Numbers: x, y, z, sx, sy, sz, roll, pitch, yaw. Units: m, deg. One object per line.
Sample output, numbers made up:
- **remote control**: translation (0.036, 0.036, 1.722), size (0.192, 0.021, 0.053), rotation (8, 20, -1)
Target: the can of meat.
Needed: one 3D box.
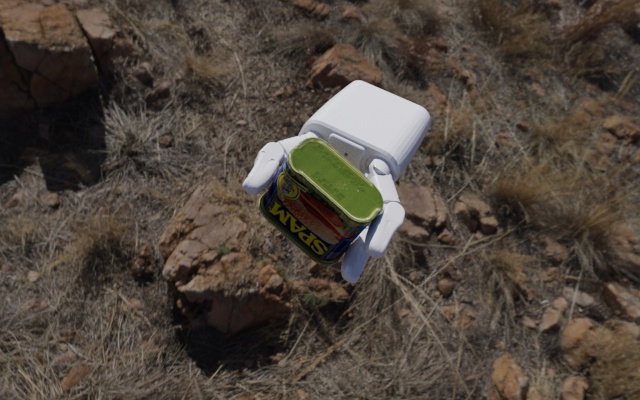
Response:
- **can of meat**: translation (0.000, 0.001, 0.457), size (0.057, 0.102, 0.084), rotation (-46, -5, -40)
